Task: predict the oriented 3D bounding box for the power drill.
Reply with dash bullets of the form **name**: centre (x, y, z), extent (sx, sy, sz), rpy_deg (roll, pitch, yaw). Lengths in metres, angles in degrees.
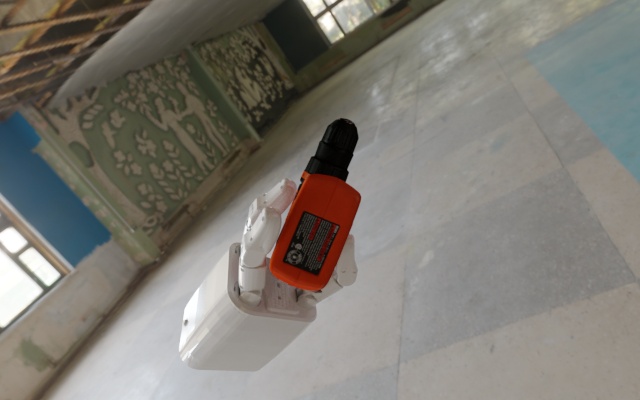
- **power drill**: centre (0.000, 0.002, 0.500), extent (0.057, 0.184, 0.187), rpy_deg (20, 8, -3)
